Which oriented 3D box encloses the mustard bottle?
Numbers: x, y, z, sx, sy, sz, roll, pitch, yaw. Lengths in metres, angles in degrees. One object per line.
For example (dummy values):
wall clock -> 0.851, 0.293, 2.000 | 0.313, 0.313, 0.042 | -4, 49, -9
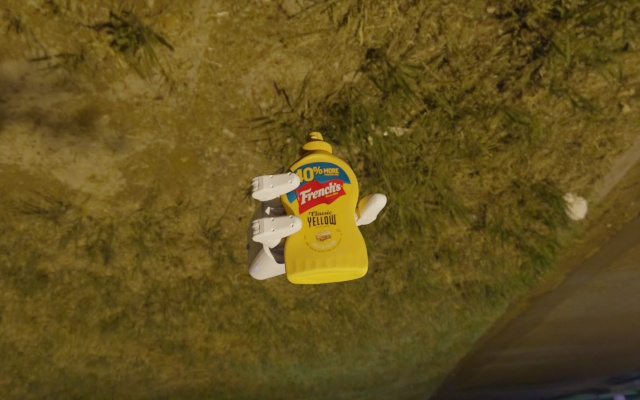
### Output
mustard bottle -> 0.000, 0.002, 0.586 | 0.096, 0.191, 0.058 | -6, -24, 2
